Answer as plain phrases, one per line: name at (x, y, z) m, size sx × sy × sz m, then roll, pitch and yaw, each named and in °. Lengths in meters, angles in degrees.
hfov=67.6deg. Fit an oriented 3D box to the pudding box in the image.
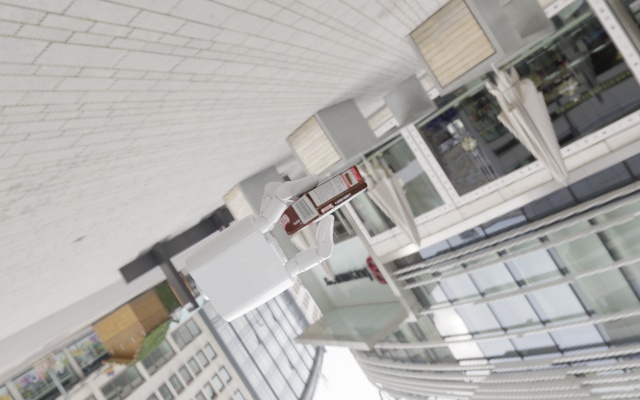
pudding box at (0.000, 0.002, 0.654) m, size 0.090 × 0.039 × 0.113 m, roll -32°, pitch 0°, yaw -30°
